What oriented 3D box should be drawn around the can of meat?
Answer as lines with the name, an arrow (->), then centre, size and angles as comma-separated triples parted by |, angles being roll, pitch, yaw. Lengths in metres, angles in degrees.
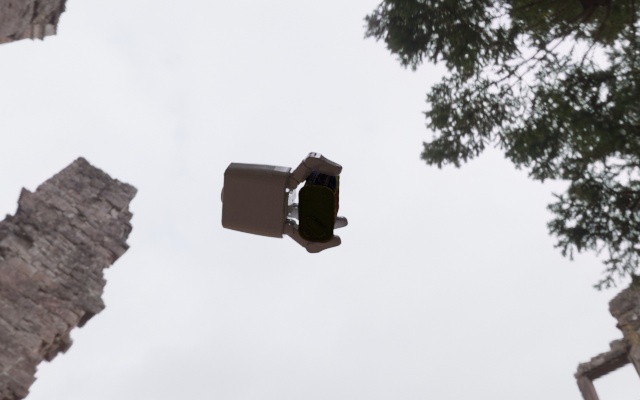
can of meat -> 0.000, 0.002, 0.770 | 0.057, 0.102, 0.084 | 5, 30, 8
